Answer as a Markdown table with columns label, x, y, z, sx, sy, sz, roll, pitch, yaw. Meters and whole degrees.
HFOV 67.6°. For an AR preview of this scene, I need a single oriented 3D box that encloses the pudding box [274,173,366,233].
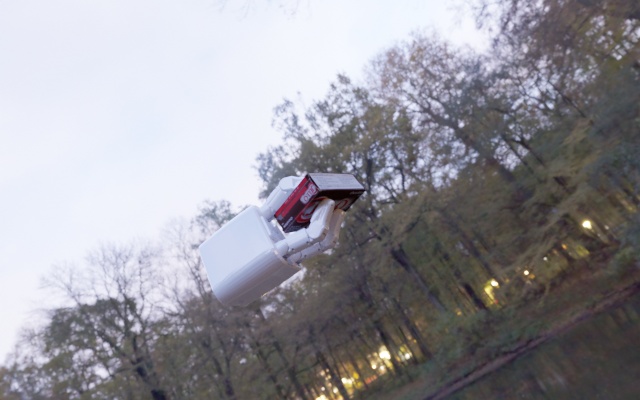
| label | x | y | z | sx | sy | sz | roll | pitch | yaw |
| --- | --- | --- | --- | --- | --- | --- | --- | --- | --- |
| pudding box | 0.000 | 0.002 | 0.688 | 0.113 | 0.039 | 0.090 | -6 | -35 | -52 |
